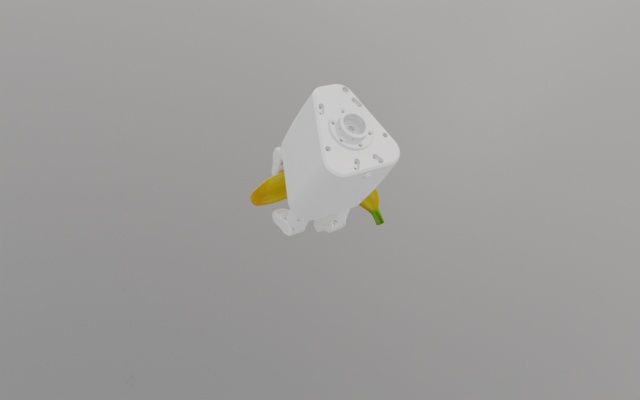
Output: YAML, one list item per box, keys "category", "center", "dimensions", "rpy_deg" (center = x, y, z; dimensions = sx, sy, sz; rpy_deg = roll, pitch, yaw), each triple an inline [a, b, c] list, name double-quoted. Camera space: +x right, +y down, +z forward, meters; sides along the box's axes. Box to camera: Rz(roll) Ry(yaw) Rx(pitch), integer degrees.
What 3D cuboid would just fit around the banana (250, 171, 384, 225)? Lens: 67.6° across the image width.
- category: "banana"
  center: [0.003, -0.015, 0.647]
  dimensions: [0.198, 0.069, 0.037]
  rpy_deg: [9, -23, -21]
